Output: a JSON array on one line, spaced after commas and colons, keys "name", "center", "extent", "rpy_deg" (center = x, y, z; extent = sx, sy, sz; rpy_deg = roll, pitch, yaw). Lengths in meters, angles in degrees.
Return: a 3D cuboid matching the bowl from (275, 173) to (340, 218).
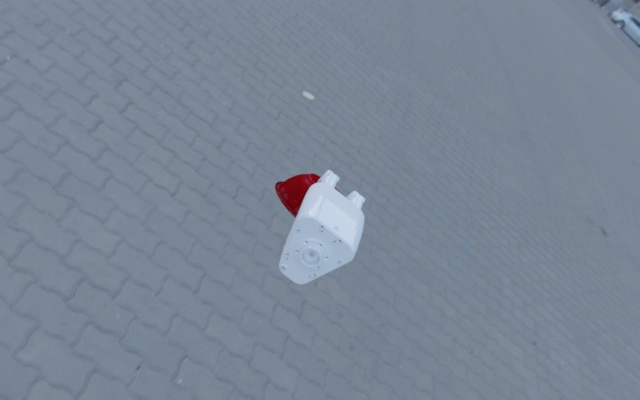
[{"name": "bowl", "center": [0.000, 0.002, 0.838], "extent": [0.162, 0.055, 0.162], "rpy_deg": [37, 15, -12]}]
